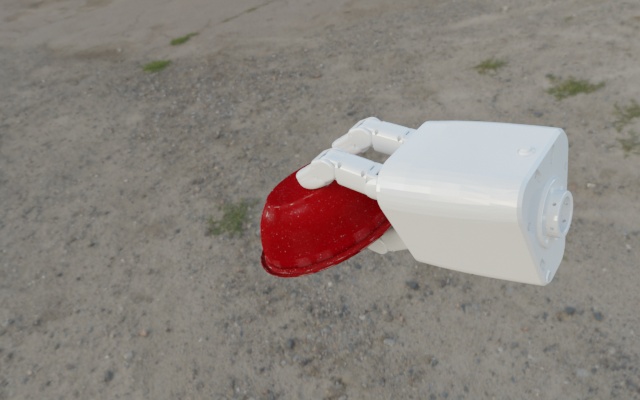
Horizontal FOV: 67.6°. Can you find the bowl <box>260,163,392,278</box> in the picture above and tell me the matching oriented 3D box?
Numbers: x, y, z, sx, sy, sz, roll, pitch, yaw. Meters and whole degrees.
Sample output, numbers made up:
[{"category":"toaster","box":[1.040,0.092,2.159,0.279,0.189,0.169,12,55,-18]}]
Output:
[{"category":"bowl","box":[-0.001,0.001,0.465,0.162,0.055,0.162,-26,21,11]}]
